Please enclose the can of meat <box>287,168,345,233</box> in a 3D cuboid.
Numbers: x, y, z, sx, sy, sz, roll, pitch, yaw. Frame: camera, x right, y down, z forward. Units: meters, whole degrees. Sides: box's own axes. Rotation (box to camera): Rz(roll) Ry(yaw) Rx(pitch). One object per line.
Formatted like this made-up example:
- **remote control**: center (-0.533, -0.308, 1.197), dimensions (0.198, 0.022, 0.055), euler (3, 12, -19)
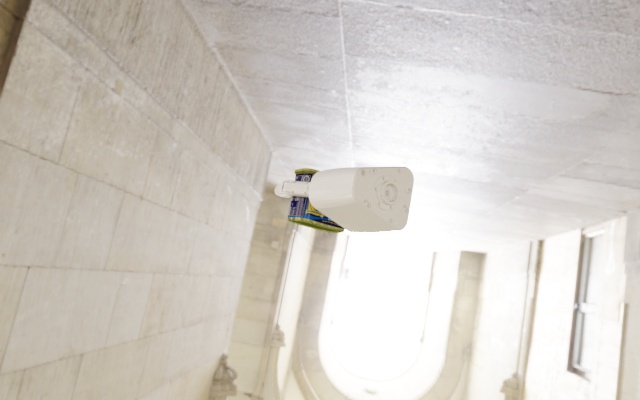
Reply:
- **can of meat**: center (0.000, 0.003, 0.773), dimensions (0.102, 0.084, 0.057), euler (17, -12, -35)
